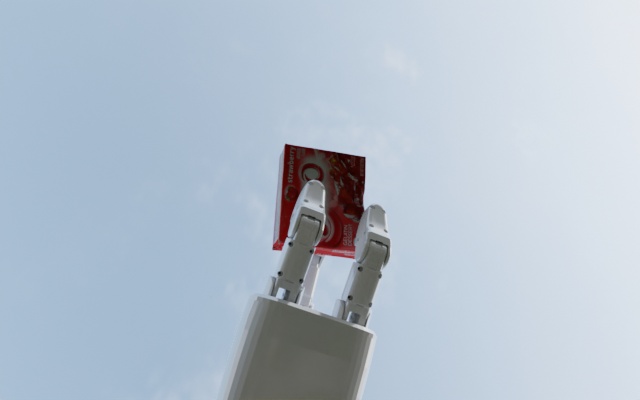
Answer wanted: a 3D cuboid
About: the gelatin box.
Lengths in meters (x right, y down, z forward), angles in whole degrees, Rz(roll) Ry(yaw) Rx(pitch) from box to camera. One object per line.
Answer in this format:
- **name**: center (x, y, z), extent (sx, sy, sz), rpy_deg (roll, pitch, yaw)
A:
- **gelatin box**: center (0.000, 0.001, 0.404), extent (0.073, 0.089, 0.030), rpy_deg (8, -21, -13)
